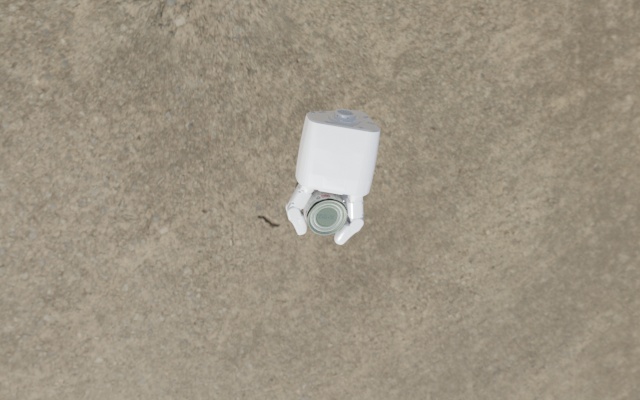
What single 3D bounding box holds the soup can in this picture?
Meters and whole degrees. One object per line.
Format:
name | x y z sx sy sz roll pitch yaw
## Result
soup can | 0.000 0.003 0.788 0.068 0.068 0.102 0 29 -15
